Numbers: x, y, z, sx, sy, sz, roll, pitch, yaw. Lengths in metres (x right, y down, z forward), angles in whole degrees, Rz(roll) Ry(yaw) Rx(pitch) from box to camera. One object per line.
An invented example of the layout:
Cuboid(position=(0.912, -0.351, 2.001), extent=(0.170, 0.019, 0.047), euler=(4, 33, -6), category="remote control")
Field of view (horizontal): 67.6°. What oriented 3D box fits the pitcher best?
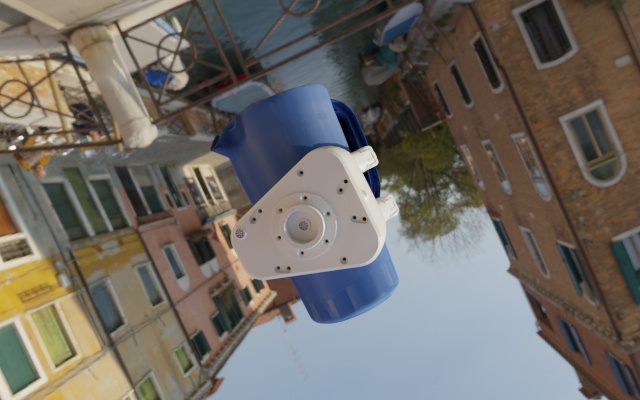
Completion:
Cuboid(position=(0.000, 0.002, 0.536), extent=(0.149, 0.243, 0.145), euler=(-24, 1, 9), category="pitcher")
